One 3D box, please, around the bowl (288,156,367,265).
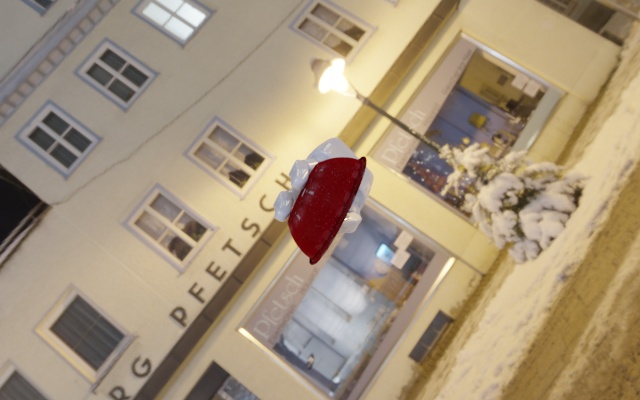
[{"bbox_3d":[0.000,0.002,0.635,0.055,0.162,0.162,26,-3,-7],"label":"bowl"}]
